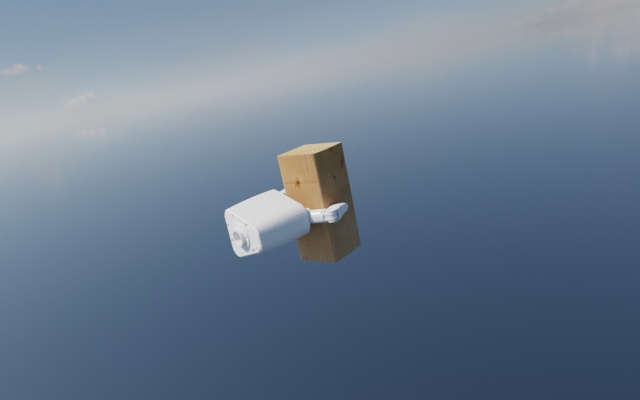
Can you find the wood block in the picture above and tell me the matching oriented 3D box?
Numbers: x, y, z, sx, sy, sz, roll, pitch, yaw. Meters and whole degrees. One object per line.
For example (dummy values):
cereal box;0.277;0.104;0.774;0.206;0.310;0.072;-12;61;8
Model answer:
wood block;0.000;0.003;0.899;0.091;0.206;0.090;1;20;38
